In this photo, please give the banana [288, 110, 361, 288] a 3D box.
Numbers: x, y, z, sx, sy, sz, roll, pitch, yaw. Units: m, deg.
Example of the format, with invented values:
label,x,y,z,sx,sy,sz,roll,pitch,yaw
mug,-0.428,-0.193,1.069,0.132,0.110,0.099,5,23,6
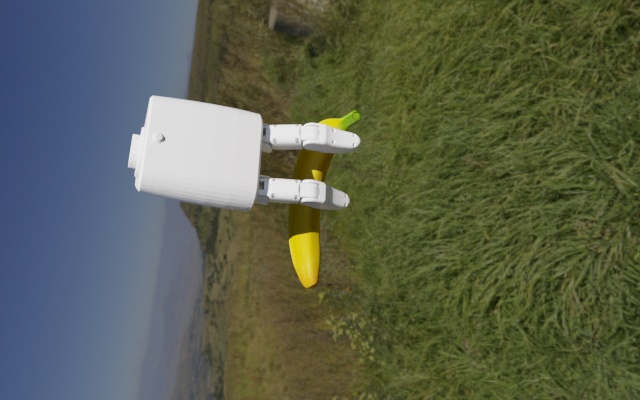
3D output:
label,x,y,z,sx,sy,sz,roll,pitch,yaw
banana,-0.008,-0.006,0.529,0.037,0.198,0.069,8,9,-31
